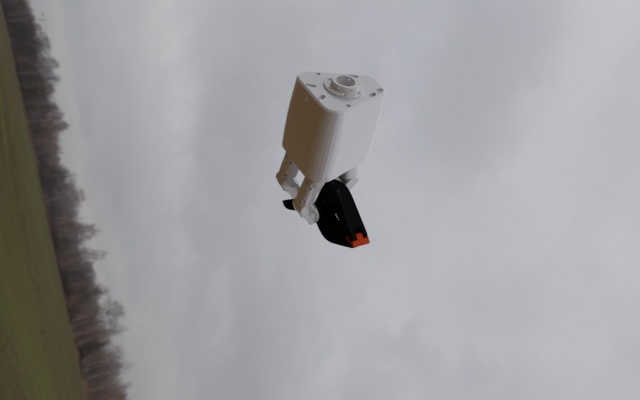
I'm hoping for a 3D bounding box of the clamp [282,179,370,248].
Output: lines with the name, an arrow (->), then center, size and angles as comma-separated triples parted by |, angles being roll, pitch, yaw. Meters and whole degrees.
clamp -> 0.001, 0.002, 0.696 | 0.036, 0.165, 0.210 | -14, 50, -27
